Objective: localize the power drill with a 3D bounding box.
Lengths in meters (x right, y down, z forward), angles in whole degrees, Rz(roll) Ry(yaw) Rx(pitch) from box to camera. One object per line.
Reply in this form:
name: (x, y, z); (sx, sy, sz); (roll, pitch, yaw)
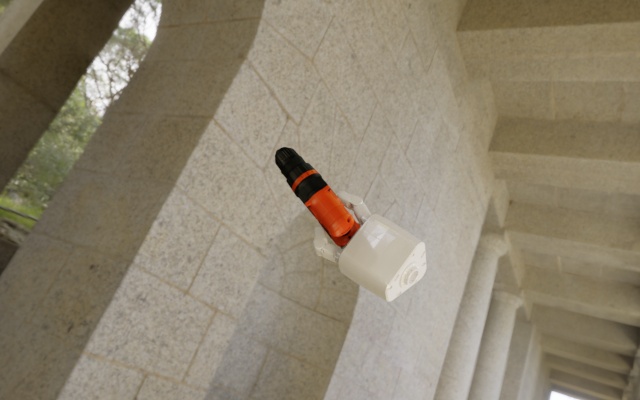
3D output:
power drill: (0.000, 0.003, 0.833); (0.057, 0.184, 0.188); (-38, -23, 1)
